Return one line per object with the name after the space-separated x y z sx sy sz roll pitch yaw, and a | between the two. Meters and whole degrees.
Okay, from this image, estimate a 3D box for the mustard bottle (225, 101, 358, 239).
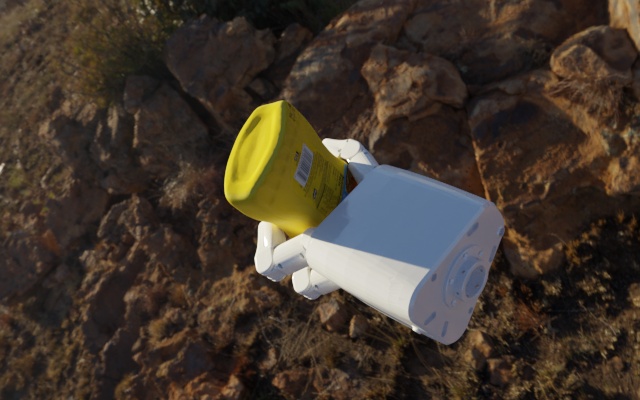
0.000 0.001 0.442 0.058 0.096 0.192 -7 -32 36 | mustard bottle
